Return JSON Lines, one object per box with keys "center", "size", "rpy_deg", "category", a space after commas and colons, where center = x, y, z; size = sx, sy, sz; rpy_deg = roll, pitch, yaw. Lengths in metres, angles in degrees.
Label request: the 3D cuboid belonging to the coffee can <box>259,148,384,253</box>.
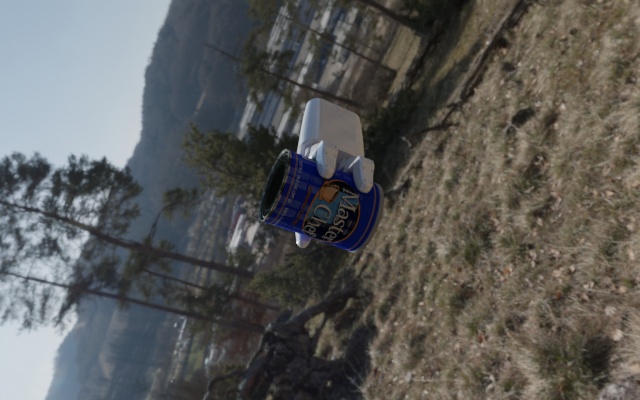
{"center": [0.000, 0.002, 0.649], "size": [0.140, 0.103, 0.103], "rpy_deg": [20, -6, -18], "category": "coffee can"}
